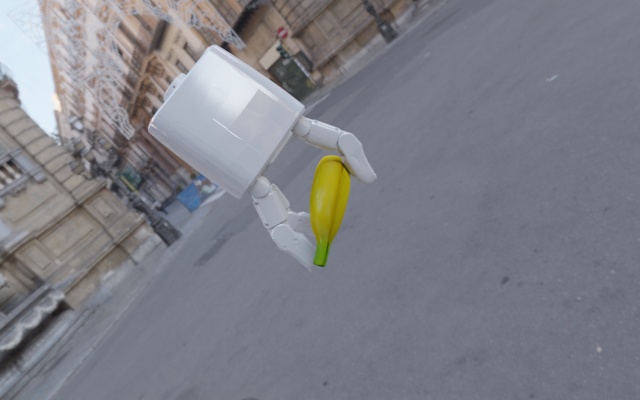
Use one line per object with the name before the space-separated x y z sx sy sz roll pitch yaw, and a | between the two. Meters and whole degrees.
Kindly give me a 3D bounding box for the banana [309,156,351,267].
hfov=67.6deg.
banana | 0.007 -0.012 0.504 0.037 0.070 0.197 22 25 -6
